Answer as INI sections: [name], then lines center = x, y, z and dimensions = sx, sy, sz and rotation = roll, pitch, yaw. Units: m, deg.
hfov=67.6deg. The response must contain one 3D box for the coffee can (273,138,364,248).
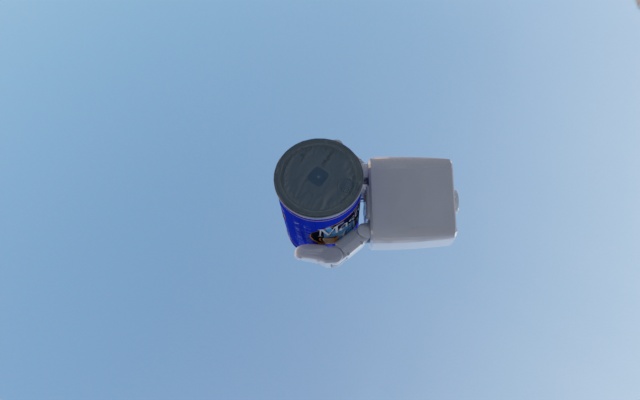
[coffee can]
center = 0.000, 0.002, 0.603
dimensions = 0.103, 0.102, 0.140
rotation = 0, -25, 2
